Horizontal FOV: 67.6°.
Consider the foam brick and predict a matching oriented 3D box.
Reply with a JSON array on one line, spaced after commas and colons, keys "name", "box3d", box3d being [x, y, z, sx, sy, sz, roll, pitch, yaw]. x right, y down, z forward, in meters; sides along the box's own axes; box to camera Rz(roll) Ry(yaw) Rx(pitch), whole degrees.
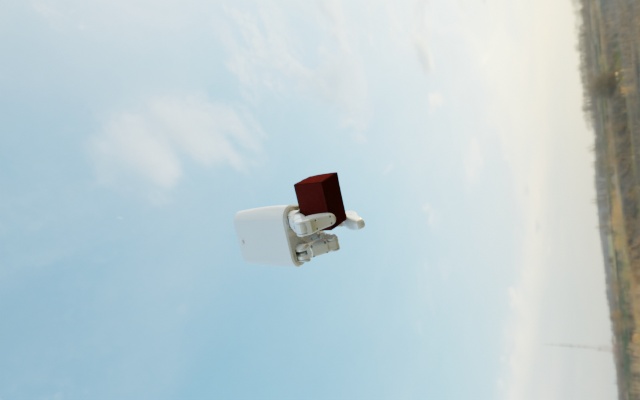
[{"name": "foam brick", "box3d": [0.000, 0.002, 0.726, 0.051, 0.078, 0.053, -3, 16, 32]}]
